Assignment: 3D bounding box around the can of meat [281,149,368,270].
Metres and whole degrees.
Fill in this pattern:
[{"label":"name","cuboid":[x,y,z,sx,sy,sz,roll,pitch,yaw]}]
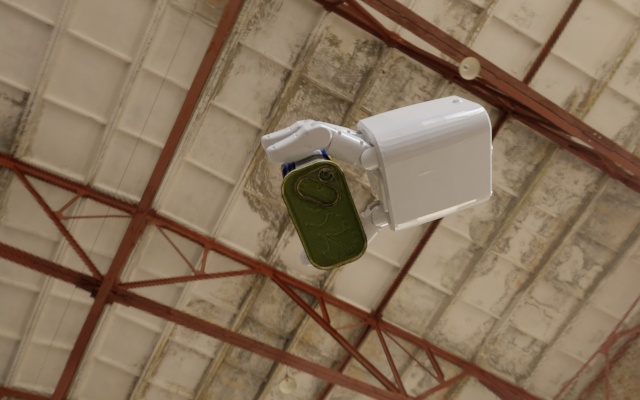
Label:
[{"label":"can of meat","cuboid":[0.000,0.002,0.459,0.057,0.102,0.084,-21,21,1]}]
